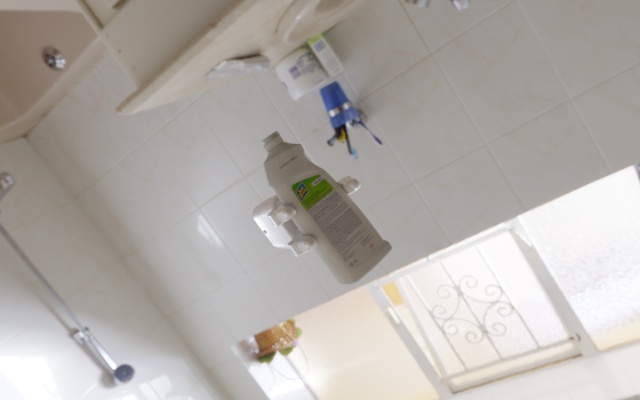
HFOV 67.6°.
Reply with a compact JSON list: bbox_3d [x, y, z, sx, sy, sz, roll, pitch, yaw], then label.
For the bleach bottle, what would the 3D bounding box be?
[{"bbox_3d":[0.000,0.002,0.725,0.102,0.251,0.068,-39,10,-25],"label":"bleach bottle"}]
